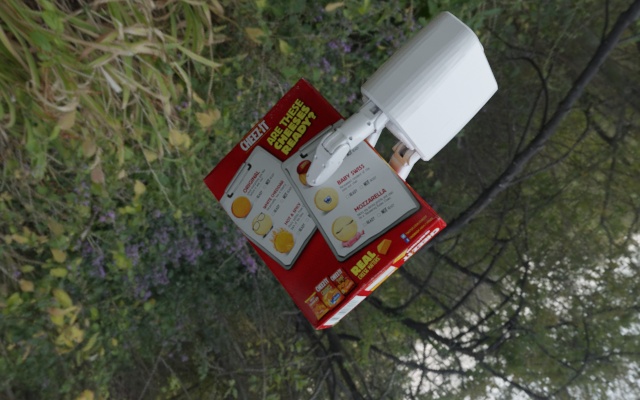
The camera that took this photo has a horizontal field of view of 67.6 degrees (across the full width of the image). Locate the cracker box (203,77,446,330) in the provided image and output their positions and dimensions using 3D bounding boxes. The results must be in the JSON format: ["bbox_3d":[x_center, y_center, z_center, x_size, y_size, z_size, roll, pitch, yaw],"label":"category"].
[{"bbox_3d":[0.000,0.002,0.516,0.164,0.213,0.072,-44,-21,8],"label":"cracker box"}]
